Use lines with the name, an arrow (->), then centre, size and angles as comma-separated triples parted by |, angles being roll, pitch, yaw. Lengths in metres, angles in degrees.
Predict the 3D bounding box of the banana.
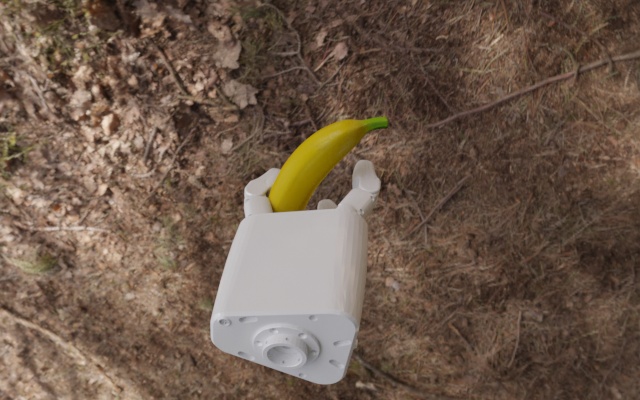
banana -> -0.014, -0.007, 0.458 | 0.069, 0.198, 0.037 | 20, 35, -25
